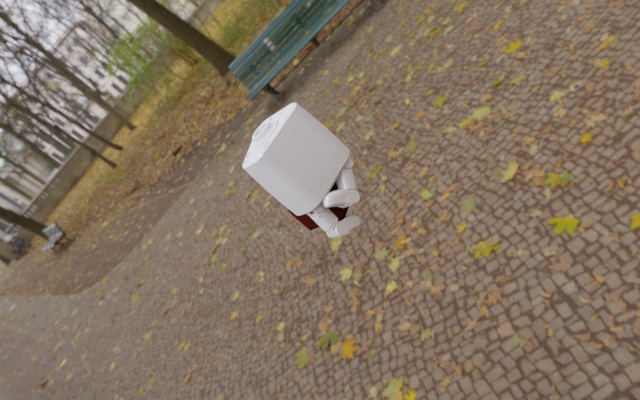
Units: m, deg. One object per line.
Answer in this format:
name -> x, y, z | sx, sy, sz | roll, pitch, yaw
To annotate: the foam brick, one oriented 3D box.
foam brick -> 0.000, 0.003, 0.706 | 0.051, 0.053, 0.078 | 40, -37, -25
